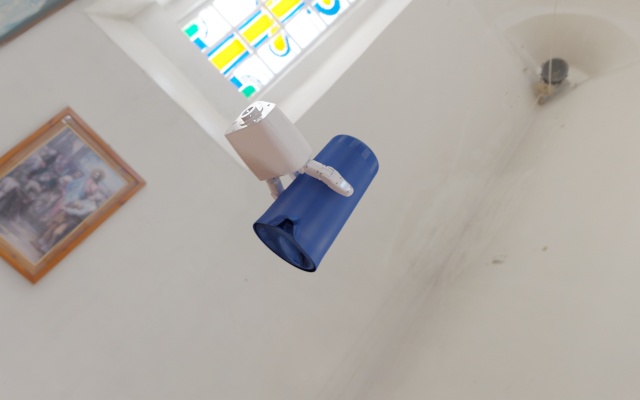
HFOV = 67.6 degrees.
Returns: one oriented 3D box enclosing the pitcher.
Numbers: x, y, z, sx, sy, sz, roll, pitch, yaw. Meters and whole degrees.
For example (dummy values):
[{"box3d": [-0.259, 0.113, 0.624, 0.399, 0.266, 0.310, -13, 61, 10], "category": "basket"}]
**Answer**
[{"box3d": [0.000, 0.003, 0.866, 0.149, 0.242, 0.145, 3, -41, 53], "category": "pitcher"}]
